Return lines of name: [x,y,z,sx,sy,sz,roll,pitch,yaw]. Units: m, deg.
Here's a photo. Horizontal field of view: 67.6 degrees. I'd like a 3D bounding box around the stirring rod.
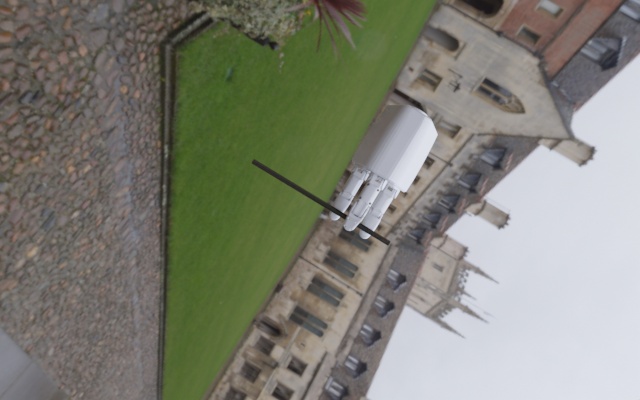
stirring rod: [0.000,0.002,0.721,0.239,0.011,0.011,31,2,3]
